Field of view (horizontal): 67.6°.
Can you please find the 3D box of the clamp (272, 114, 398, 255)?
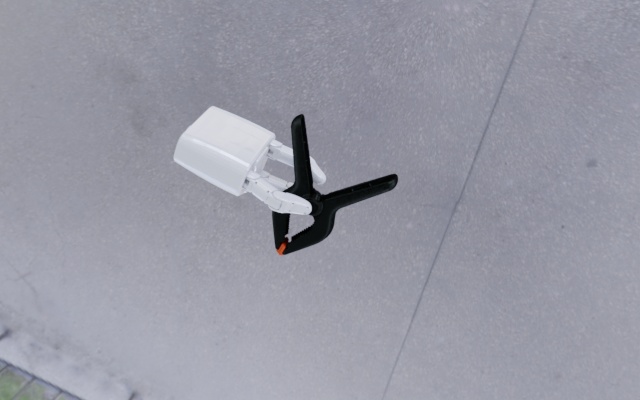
[{"bbox_3d":[0.000,0.003,0.682,0.164,0.210,0.036,27,27,1],"label":"clamp"}]
